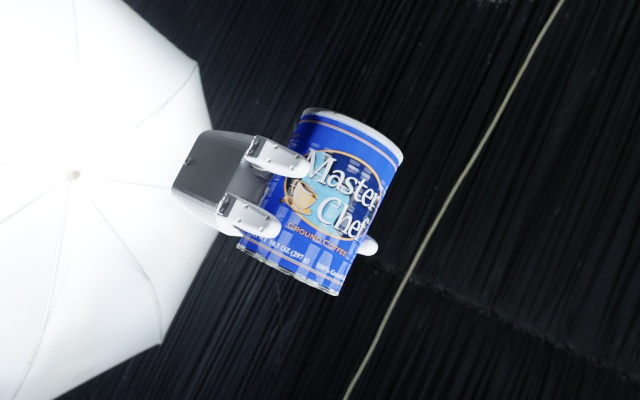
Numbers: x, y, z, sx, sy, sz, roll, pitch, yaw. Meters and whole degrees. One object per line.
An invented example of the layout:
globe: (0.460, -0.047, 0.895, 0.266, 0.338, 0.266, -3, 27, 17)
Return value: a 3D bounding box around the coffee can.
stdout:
coffee can: (0.000, 0.001, 0.440, 0.103, 0.140, 0.103, 26, -7, 3)
